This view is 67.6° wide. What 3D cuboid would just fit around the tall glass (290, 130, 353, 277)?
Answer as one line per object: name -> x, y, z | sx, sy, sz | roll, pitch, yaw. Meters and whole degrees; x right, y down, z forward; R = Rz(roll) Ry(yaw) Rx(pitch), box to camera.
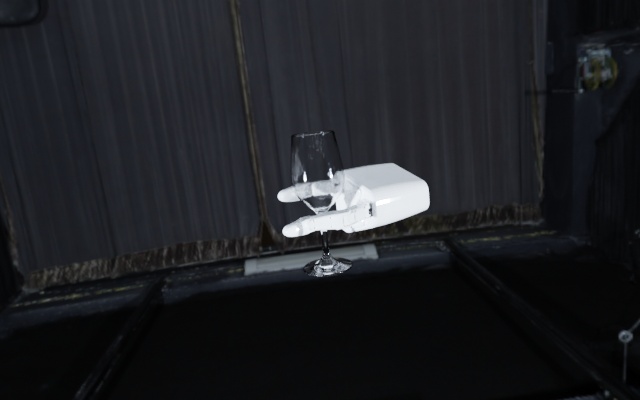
tall glass -> 0.000, 0.003, 0.690 | 0.079, 0.201, 0.079 | -7, 12, 1
